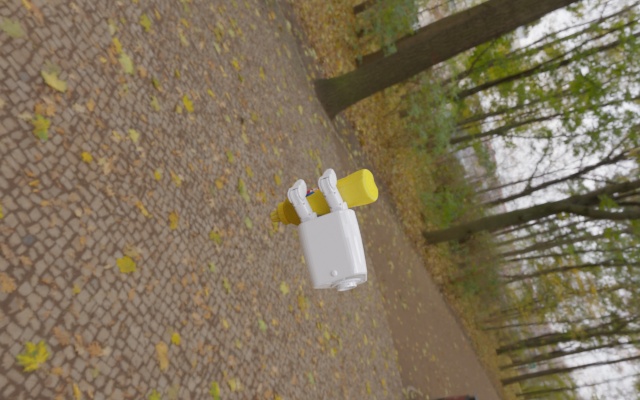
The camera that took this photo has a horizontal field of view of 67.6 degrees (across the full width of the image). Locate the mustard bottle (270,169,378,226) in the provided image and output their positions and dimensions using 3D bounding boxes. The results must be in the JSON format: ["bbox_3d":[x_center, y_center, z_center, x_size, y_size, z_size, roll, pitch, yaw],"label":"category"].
[{"bbox_3d":[0.000,0.002,0.831,0.191,0.058,0.096,-19,4,17],"label":"mustard bottle"}]
